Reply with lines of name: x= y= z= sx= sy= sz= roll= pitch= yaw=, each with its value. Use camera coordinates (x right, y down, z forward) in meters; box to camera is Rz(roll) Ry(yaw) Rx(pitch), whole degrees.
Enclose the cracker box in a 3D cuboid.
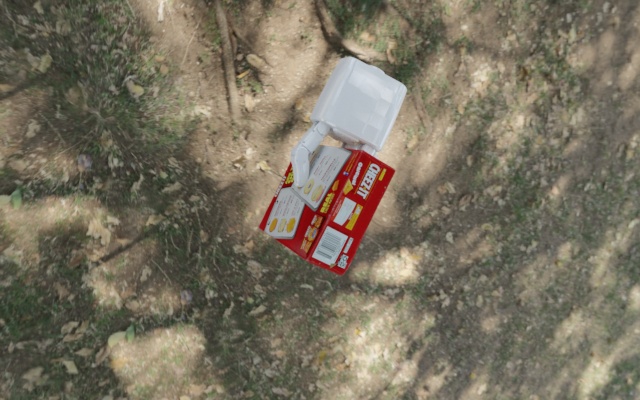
cracker box: x=0.000 y=0.002 z=0.721 sx=0.072 sy=0.164 sz=0.213 roll=28 pitch=-3 yaw=-26
